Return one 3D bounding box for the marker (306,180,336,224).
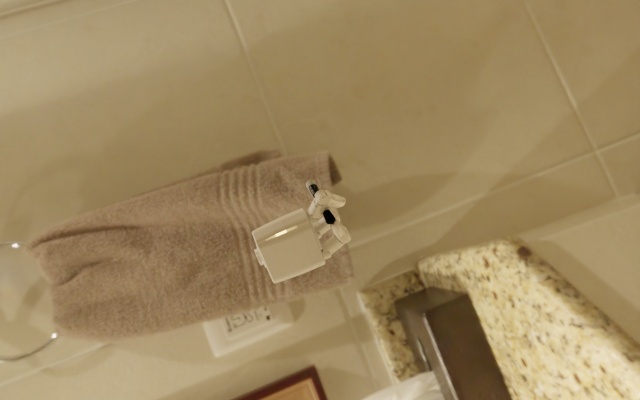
[{"bbox_3d":[0.000,0.003,0.897,0.020,0.020,0.121,0,38,-26],"label":"marker"}]
